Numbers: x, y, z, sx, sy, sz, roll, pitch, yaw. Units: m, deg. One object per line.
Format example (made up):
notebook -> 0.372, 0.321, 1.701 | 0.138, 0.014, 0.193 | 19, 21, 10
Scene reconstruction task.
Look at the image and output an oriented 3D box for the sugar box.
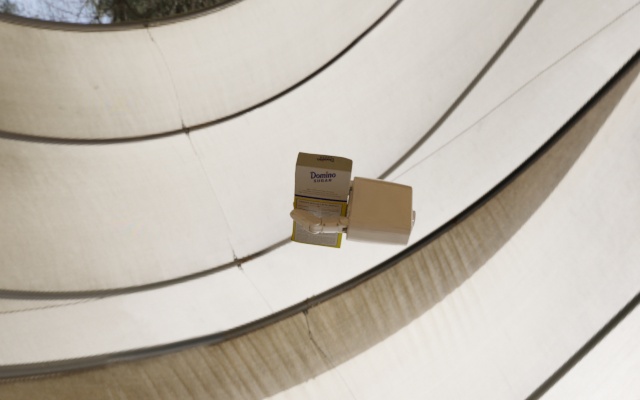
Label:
sugar box -> 0.000, 0.002, 0.824 | 0.093, 0.176, 0.048 | 8, 38, 1
